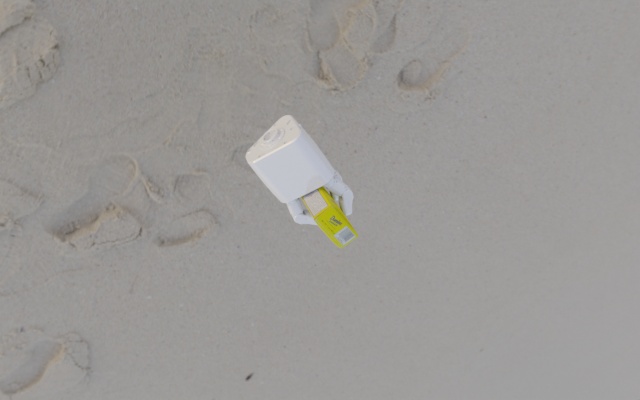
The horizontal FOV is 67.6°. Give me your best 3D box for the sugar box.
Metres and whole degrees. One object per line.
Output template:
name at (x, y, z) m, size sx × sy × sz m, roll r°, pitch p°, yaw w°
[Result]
sugar box at (0.001, 0.002, 0.873) m, size 0.048 × 0.093 × 0.176 m, roll -37°, pitch 37°, yaw 6°
